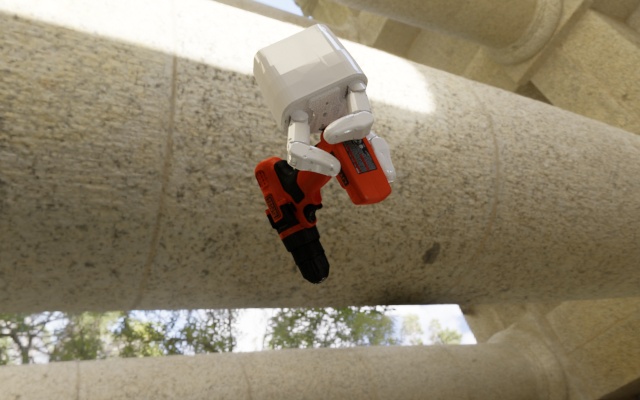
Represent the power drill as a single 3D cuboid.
[{"bbox_3d":[0.000,0.002,0.603,0.057,0.184,0.188,-20,-9,-44],"label":"power drill"}]
